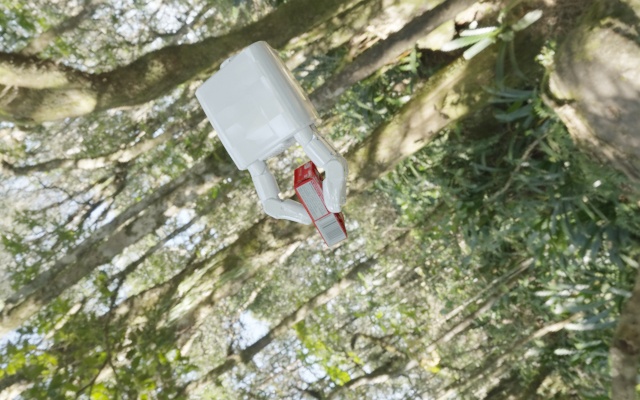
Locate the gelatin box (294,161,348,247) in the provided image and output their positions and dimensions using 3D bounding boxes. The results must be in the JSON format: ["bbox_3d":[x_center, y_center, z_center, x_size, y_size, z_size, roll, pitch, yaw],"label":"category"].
[{"bbox_3d":[0.000,0.002,0.582,0.030,0.089,0.073,-27,17,7],"label":"gelatin box"}]
